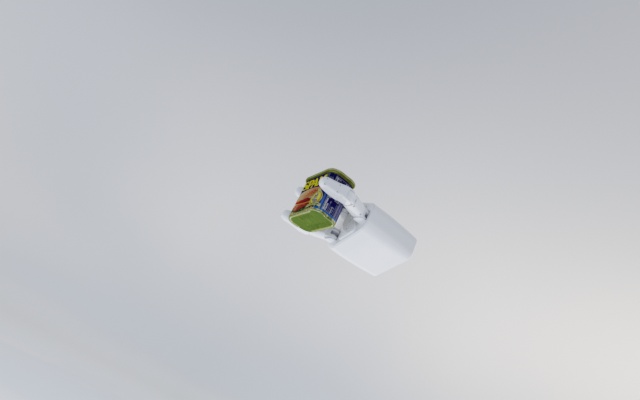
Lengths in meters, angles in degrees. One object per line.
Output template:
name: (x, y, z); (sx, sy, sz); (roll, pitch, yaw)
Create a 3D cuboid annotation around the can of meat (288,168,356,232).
can of meat: (0.000, 0.003, 0.799); (0.057, 0.084, 0.102); (37, -29, -22)
